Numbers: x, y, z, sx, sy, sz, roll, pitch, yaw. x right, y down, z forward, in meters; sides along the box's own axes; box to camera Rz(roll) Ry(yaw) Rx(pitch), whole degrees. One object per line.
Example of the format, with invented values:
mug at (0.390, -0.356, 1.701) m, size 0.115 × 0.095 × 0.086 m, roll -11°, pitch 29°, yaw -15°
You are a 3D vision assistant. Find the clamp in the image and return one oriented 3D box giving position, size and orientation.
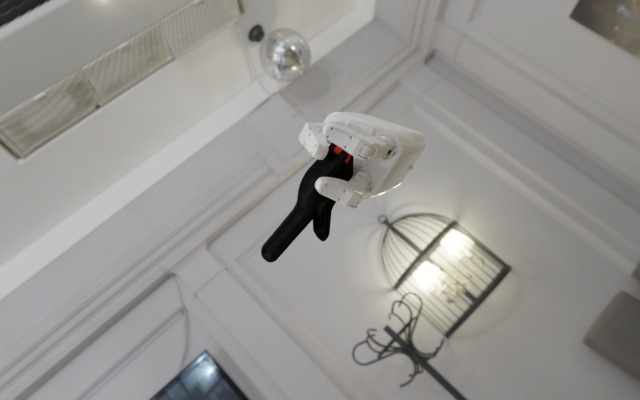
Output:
clamp at (0.000, 0.001, 0.599) m, size 0.039 × 0.171 × 0.120 m, roll 41°, pitch 25°, yaw 18°
